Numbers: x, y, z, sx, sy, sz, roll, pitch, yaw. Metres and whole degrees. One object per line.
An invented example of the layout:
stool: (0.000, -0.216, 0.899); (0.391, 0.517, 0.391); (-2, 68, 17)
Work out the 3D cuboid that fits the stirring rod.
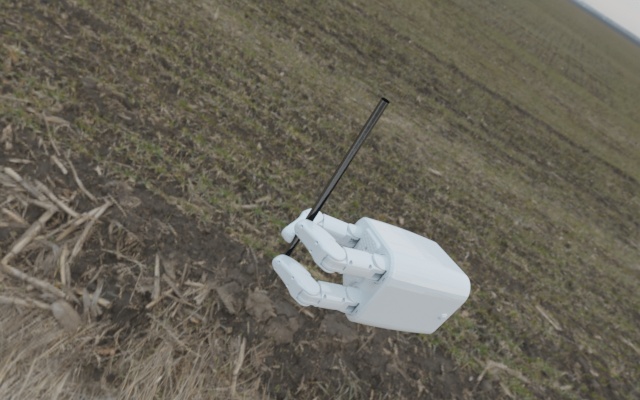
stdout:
stirring rod: (0.000, 0.002, 0.464); (0.011, 0.240, 0.011); (22, 34, -16)
